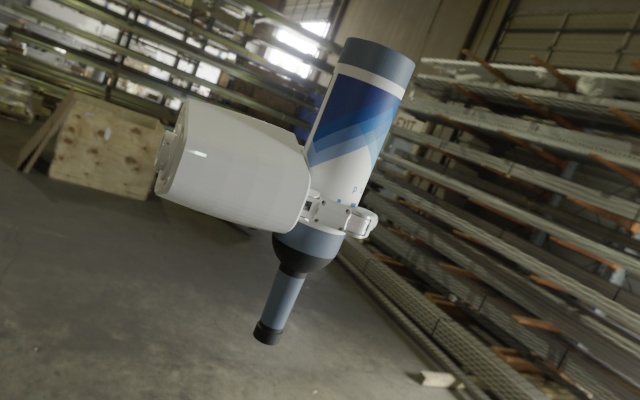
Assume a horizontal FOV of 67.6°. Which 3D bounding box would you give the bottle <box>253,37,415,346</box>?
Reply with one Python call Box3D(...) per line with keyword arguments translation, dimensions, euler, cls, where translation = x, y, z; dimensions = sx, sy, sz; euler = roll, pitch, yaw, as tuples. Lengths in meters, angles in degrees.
Box3D(translation=(0.000, 0.001, 0.451), dimensions=(0.069, 0.296, 0.069), euler=(21, 9, -3), cls="bottle")
